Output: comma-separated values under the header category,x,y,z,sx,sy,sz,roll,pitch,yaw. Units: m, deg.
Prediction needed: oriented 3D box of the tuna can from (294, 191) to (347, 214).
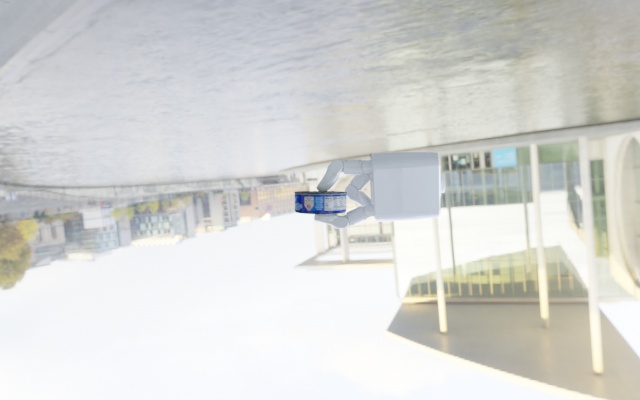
category,x,y,z,sx,sy,sz,roll,pitch,yaw
tuna can,0.000,0.003,0.775,0.086,0.034,0.086,0,4,0
